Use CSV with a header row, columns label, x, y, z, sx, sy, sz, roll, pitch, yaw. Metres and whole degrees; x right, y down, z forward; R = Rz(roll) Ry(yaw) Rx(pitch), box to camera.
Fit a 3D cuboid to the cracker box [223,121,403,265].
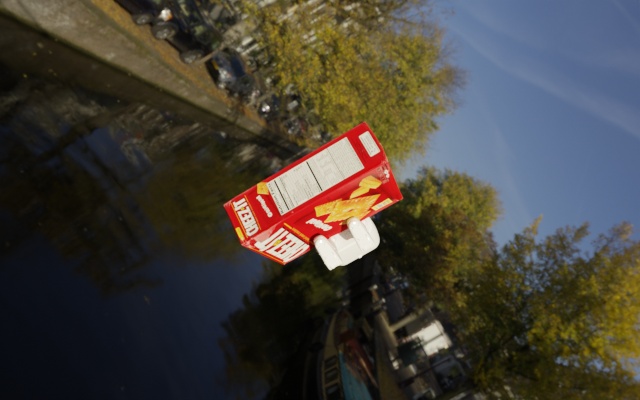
label,x,y,z,sx,sy,sz,roll,pitch,yaw
cracker box,0.000,0.002,0.665,0.214,0.072,0.164,-30,-22,5
